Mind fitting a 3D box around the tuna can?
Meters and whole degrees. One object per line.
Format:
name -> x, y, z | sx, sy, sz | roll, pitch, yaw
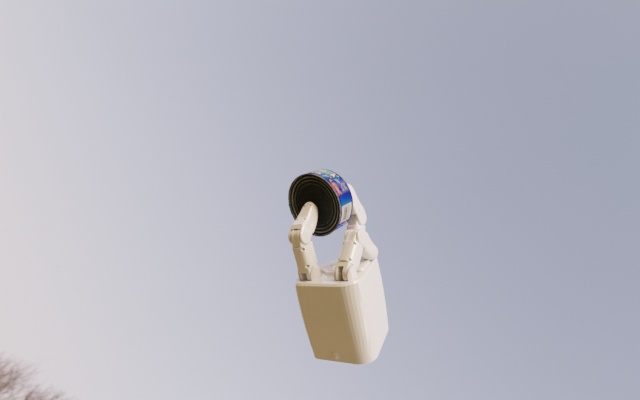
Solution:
tuna can -> 0.000, 0.002, 0.631 | 0.086, 0.086, 0.033 | 0, 17, 39
